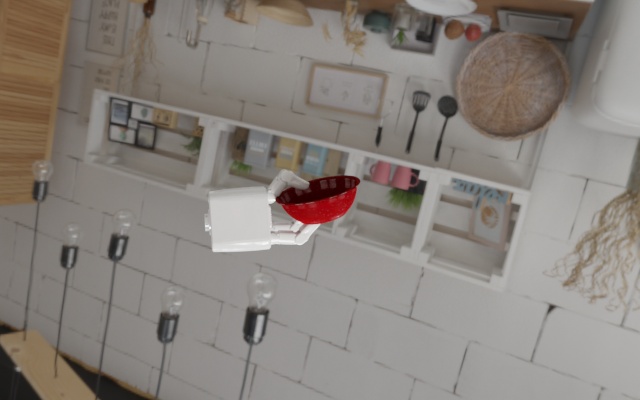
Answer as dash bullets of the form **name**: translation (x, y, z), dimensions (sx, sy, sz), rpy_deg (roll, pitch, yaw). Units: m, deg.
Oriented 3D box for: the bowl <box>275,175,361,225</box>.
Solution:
- **bowl**: translation (0.002, 0.003, 0.890), dimensions (0.162, 0.055, 0.162), rpy_deg (-13, 16, 4)
